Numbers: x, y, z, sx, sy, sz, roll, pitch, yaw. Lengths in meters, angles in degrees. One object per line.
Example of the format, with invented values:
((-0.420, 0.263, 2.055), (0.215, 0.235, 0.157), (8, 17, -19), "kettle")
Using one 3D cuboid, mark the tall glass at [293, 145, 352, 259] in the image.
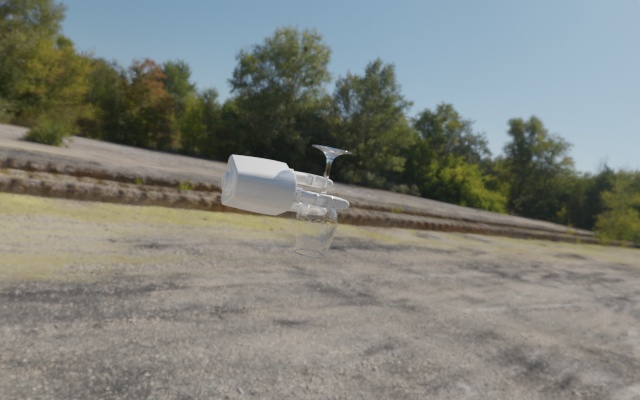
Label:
((0.000, 0.002, 0.879), (0.079, 0.201, 0.079), (12, 4, -1), "tall glass")
